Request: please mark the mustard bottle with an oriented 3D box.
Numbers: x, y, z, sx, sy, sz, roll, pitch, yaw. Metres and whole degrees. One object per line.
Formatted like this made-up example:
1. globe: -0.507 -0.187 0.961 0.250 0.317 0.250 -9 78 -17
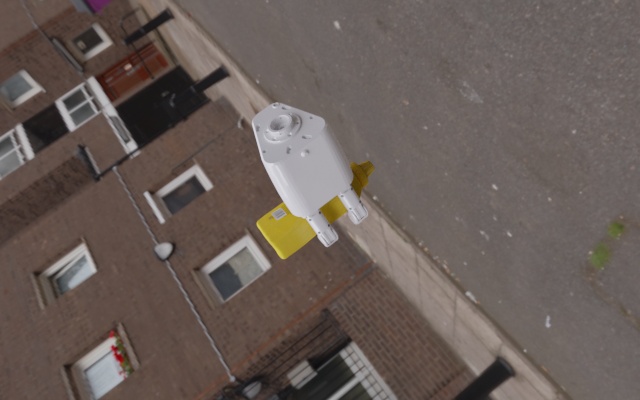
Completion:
1. mustard bottle: 0.000 0.003 0.707 0.191 0.058 0.096 -37 24 -7
